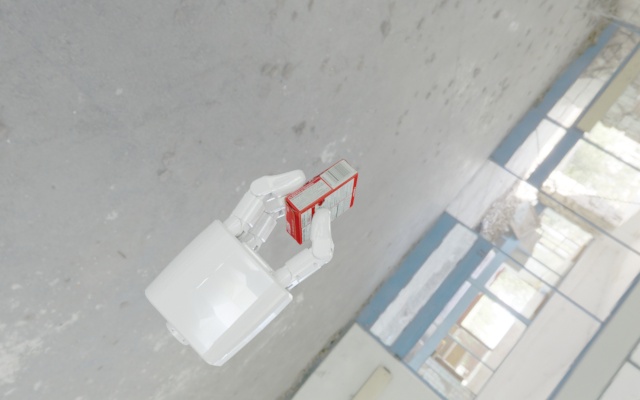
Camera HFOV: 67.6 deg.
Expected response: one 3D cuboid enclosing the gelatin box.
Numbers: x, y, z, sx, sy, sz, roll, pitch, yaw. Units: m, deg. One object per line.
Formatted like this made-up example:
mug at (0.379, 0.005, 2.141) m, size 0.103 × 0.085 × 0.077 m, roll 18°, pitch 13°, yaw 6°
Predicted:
gelatin box at (0.001, 0.002, 0.554) m, size 0.089 × 0.030 × 0.073 m, roll -35°, pitch -25°, yaw -20°
